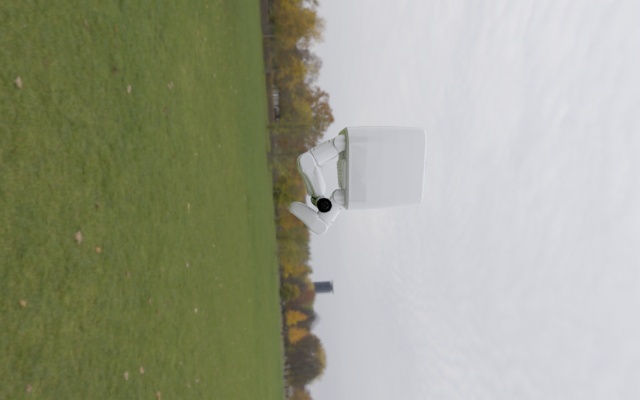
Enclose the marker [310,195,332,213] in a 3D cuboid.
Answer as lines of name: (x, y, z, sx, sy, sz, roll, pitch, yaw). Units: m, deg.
marker: (0.000, 0.002, 0.636, 0.020, 0.020, 0.121, 0, 4, -5)
